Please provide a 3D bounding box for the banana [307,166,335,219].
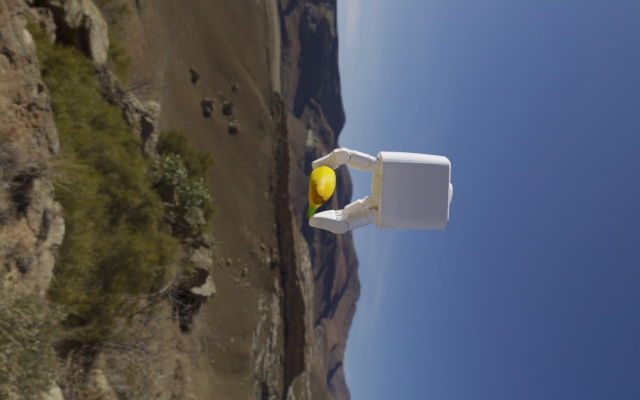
[{"bbox_3d":[0.002,-0.016,0.688,0.037,0.069,0.198,6,-8,-1],"label":"banana"}]
